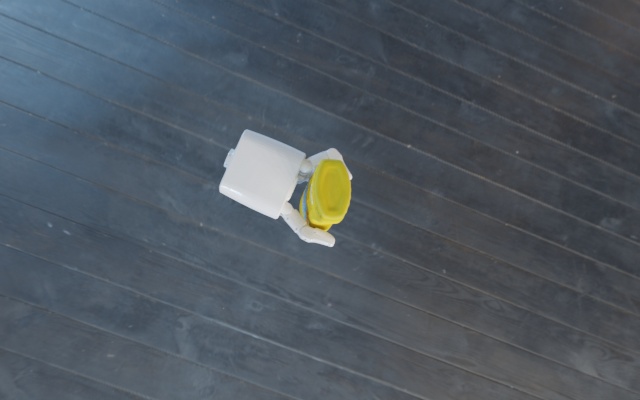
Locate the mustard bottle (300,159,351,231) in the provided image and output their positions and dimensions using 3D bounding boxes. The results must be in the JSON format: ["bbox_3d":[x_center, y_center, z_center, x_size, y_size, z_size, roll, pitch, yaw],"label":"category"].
[{"bbox_3d":[0.001,0.003,0.795,0.058,0.096,0.192,0,-13,-11],"label":"mustard bottle"}]
